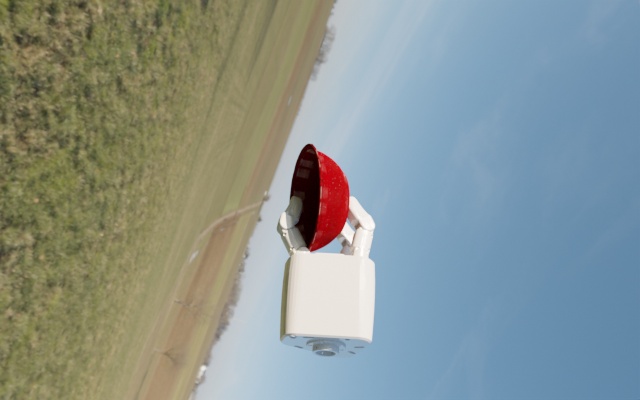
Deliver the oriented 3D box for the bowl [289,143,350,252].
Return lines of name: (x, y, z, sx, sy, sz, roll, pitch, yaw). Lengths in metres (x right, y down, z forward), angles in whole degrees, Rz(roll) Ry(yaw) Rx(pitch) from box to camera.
bowl: (0.001, 0.001, 0.679, 0.055, 0.162, 0.162, 4, -1, -17)
